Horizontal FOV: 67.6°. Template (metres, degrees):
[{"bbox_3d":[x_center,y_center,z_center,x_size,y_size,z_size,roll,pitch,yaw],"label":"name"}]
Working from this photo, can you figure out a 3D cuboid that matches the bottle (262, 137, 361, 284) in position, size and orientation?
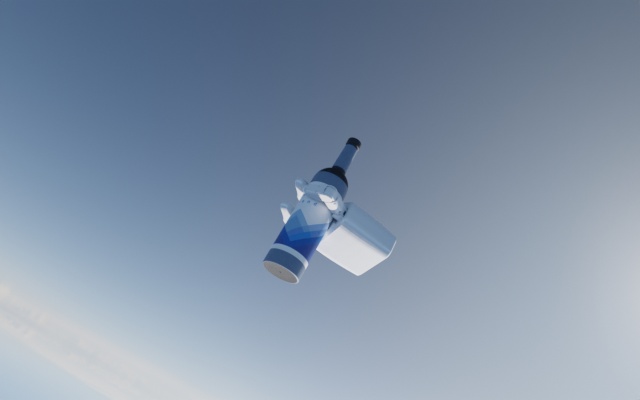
[{"bbox_3d":[0.000,0.003,0.834,0.069,0.295,0.069,23,-28,13],"label":"bottle"}]
